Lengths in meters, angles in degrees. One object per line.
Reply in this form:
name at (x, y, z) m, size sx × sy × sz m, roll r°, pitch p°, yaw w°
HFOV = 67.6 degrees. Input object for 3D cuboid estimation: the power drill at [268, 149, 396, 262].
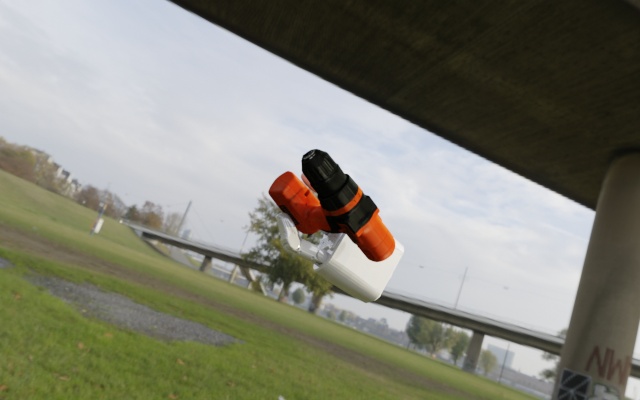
power drill at (0.000, 0.002, 0.666) m, size 0.057 × 0.184 × 0.187 m, roll -46°, pitch 26°, yaw -18°
